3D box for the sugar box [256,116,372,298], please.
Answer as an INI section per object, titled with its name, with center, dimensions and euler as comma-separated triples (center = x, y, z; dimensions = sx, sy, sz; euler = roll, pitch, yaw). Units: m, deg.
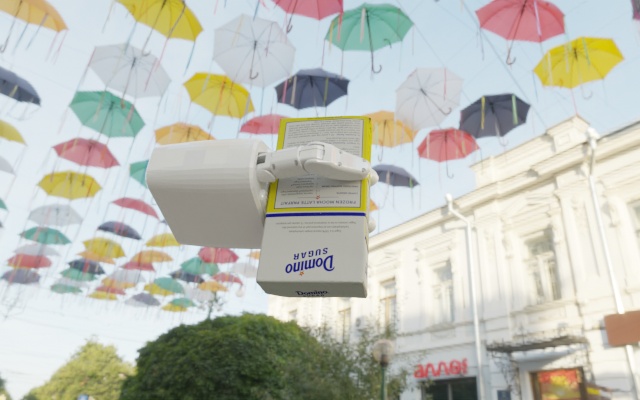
[sugar box]
center = 0.000, 0.002, 0.447
dimensions = 0.093, 0.176, 0.048
euler = 0, -28, 11
